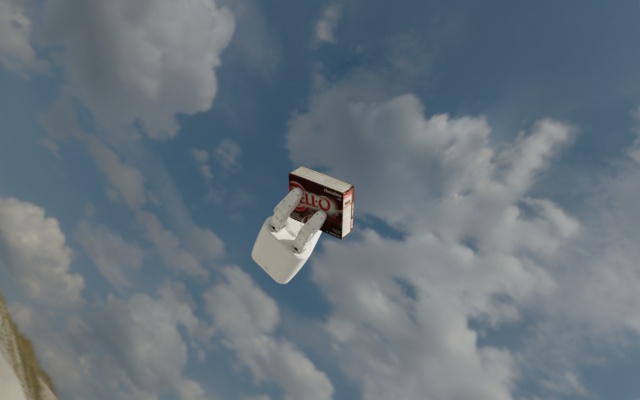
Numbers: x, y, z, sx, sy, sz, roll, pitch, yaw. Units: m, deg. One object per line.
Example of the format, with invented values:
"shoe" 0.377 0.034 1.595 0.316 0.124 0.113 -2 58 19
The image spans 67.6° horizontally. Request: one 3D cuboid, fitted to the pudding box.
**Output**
"pudding box" 0.000 0.003 0.789 0.113 0.090 0.039 20 38 28
